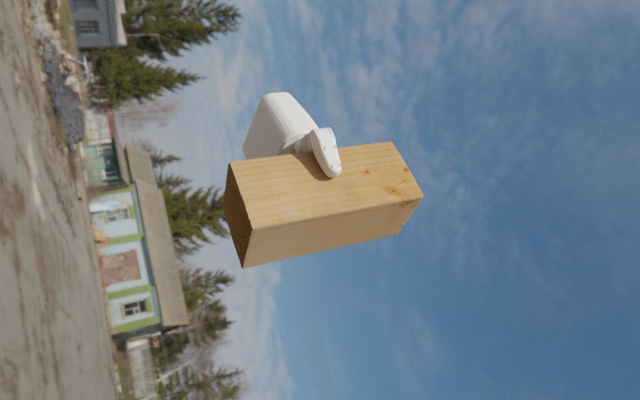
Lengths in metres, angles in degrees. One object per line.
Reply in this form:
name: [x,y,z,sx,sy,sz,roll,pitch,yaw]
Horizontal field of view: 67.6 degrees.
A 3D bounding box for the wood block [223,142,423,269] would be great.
wood block: [0.000,0.001,0.561,0.206,0.090,0.091,-10,-32,-23]
